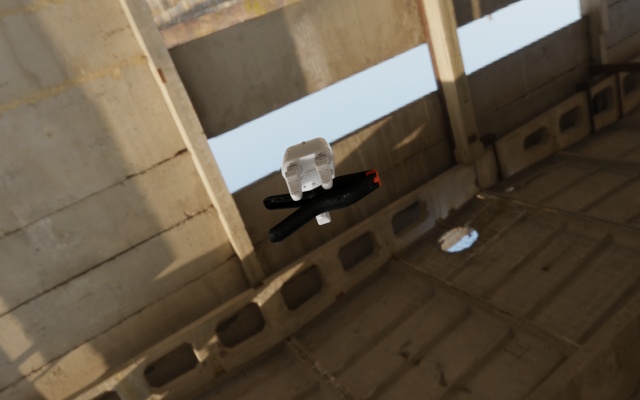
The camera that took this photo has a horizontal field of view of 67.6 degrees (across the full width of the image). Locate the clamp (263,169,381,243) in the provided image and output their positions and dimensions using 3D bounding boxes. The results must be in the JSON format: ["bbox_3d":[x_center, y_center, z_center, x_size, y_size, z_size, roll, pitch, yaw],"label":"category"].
[{"bbox_3d":[0.001,0.003,0.792,0.210,0.036,0.164,-18,23,4],"label":"clamp"}]
